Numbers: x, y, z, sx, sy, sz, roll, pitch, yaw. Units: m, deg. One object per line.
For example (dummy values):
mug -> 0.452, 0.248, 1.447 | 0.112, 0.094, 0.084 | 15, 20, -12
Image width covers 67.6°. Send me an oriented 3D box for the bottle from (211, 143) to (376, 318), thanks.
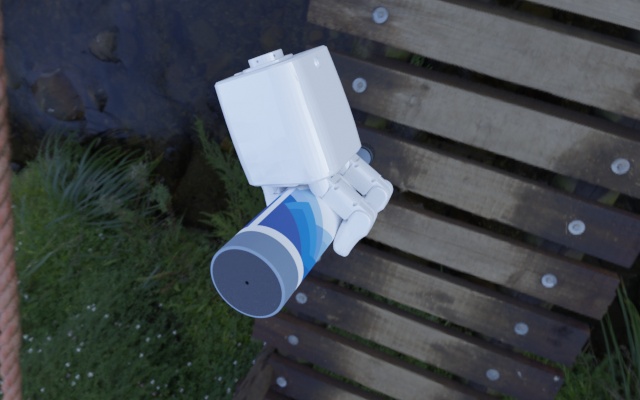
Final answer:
bottle -> 0.000, 0.002, 0.488 | 0.069, 0.069, 0.295 | 0, 25, 26
